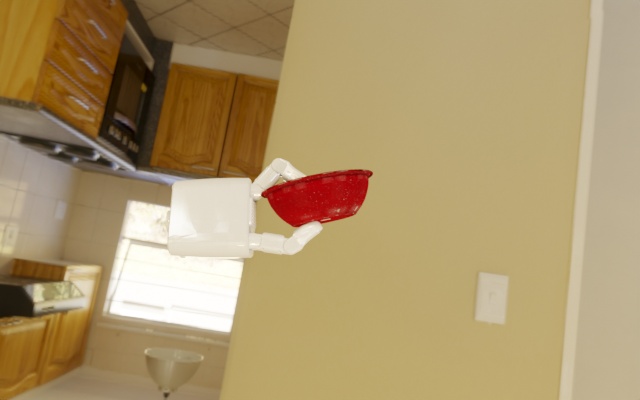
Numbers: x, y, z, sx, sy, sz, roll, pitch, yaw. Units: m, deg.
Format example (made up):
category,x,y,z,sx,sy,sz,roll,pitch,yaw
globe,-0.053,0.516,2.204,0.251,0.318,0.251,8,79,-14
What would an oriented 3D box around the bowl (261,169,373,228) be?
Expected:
category,x,y,z,sx,sy,sz,roll,pitch,yaw
bowl,0.001,0.002,0.673,0.162,0.055,0.162,-12,-7,-1
